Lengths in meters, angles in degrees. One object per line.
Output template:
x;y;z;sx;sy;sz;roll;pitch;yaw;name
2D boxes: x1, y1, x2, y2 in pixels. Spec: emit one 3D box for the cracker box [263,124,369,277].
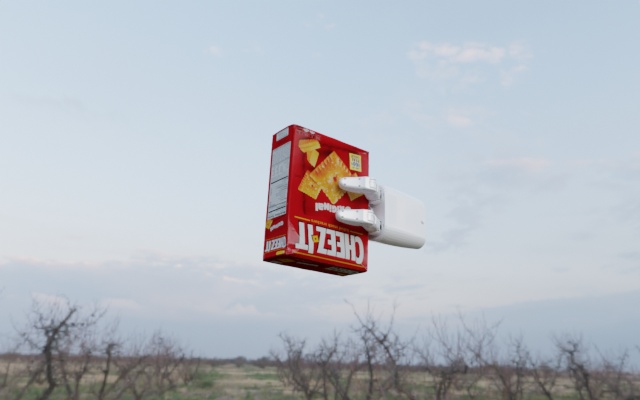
0.000;0.002;0.770;0.164;0.213;0.072;16;-24;-35;cracker box
